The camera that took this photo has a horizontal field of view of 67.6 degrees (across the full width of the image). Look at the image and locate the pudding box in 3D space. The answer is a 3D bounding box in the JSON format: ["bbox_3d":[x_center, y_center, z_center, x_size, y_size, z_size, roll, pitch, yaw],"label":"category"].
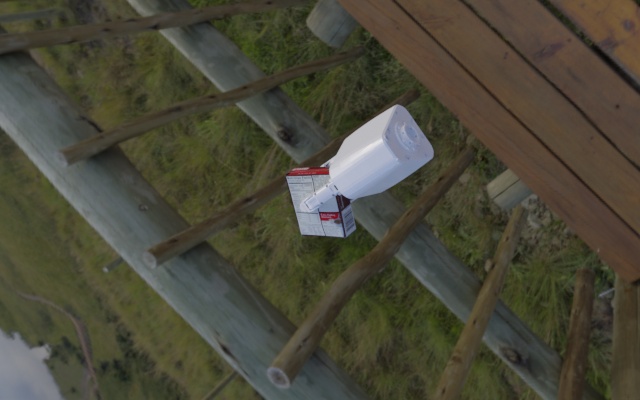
[{"bbox_3d":[0.000,0.003,0.760,0.090,0.113,0.039,1,24,34],"label":"pudding box"}]
